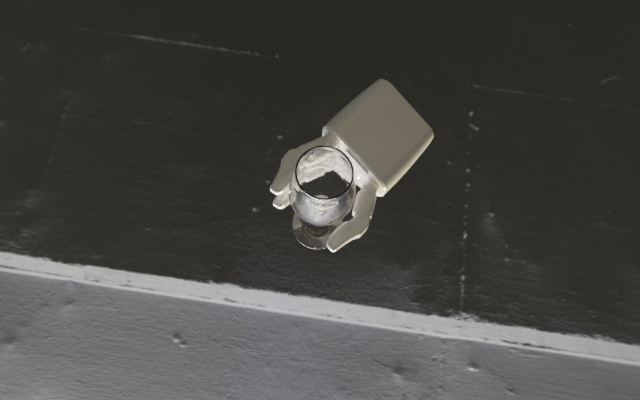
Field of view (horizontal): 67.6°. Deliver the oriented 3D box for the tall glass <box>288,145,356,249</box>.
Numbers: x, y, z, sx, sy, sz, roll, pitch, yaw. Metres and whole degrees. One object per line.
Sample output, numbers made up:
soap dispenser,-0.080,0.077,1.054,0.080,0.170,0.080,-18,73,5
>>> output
tall glass,0.000,0.002,0.591,0.079,0.079,0.201,0,-18,-2
